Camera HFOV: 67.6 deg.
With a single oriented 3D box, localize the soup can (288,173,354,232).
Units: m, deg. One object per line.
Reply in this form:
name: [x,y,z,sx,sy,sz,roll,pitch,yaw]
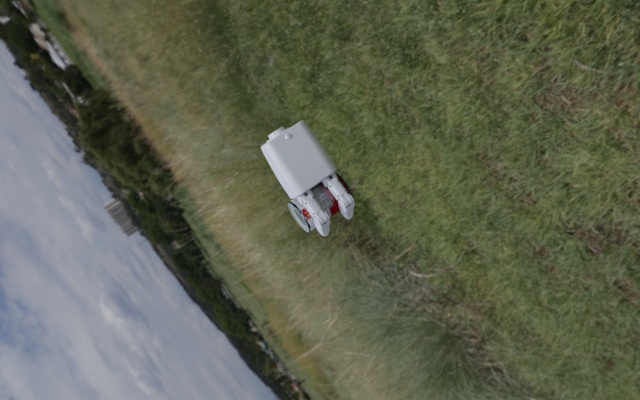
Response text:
soup can: [0.000,0.003,0.872,0.102,0.068,0.068,-35,10,-15]
